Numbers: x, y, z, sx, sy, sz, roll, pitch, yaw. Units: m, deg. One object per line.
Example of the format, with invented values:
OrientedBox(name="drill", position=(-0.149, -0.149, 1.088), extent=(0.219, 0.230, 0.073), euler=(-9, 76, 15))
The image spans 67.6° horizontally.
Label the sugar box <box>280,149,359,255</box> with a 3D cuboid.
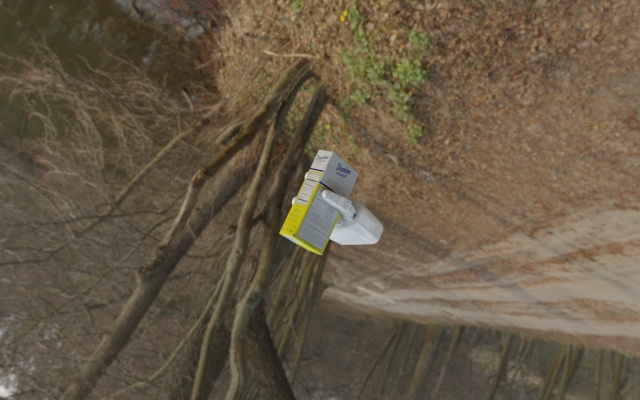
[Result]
OrientedBox(name="sugar box", position=(0.000, 0.003, 0.897), extent=(0.048, 0.176, 0.093), euler=(12, -17, 42))
